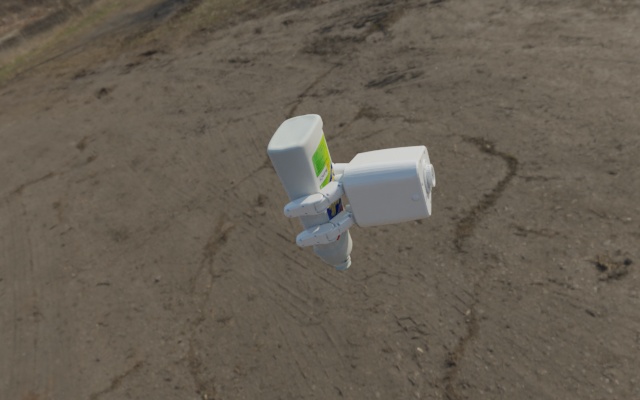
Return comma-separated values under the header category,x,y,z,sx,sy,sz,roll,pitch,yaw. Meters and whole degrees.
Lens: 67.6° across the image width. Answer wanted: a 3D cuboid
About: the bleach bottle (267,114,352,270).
category,x,y,z,sx,sy,sz,roll,pitch,yaw
bleach bottle,0.000,0.002,0.733,0.068,0.251,0.102,-6,36,24
